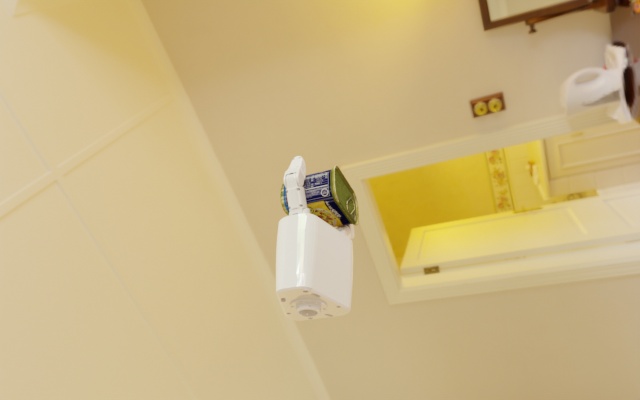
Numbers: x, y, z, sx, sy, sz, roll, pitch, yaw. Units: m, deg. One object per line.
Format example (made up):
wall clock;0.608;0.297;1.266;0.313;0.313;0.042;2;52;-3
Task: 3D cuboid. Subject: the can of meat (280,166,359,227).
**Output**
can of meat;0.000;0.002;0.694;0.084;0.057;0.102;-12;-34;19
